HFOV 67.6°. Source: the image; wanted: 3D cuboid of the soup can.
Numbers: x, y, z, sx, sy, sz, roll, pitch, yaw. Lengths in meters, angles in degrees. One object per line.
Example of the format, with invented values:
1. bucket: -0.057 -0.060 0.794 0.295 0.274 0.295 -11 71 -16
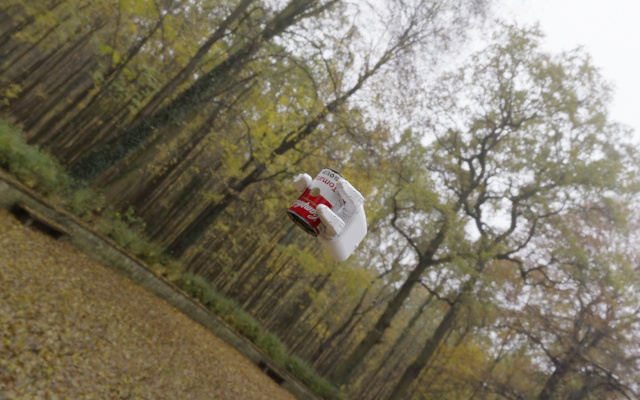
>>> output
1. soup can: 0.000 0.002 0.815 0.068 0.102 0.068 37 -15 12
